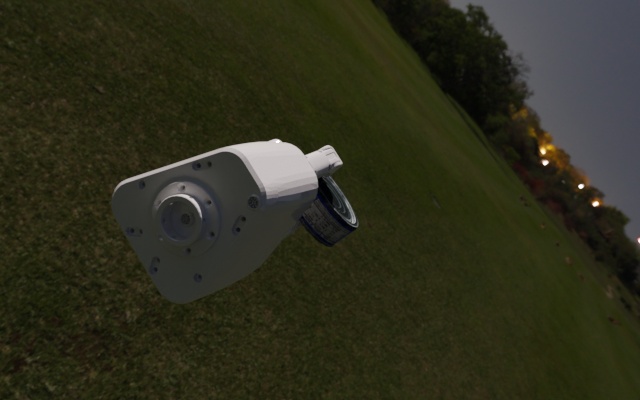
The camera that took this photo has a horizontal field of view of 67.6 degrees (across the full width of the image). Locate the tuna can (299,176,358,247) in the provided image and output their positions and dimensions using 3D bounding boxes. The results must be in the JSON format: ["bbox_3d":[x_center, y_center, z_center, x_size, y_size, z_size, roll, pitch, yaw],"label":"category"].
[{"bbox_3d":[0.001,0.001,0.473,0.034,0.086,0.086,-36,-10,14],"label":"tuna can"}]
